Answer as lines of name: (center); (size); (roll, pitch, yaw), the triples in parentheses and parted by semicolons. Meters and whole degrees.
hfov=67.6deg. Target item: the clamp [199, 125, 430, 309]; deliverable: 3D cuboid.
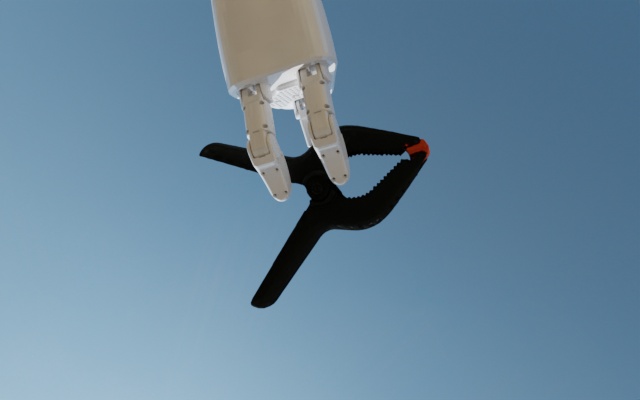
clamp: (0.001, 0.001, 0.434); (0.210, 0.164, 0.036); (-15, -4, 14)
